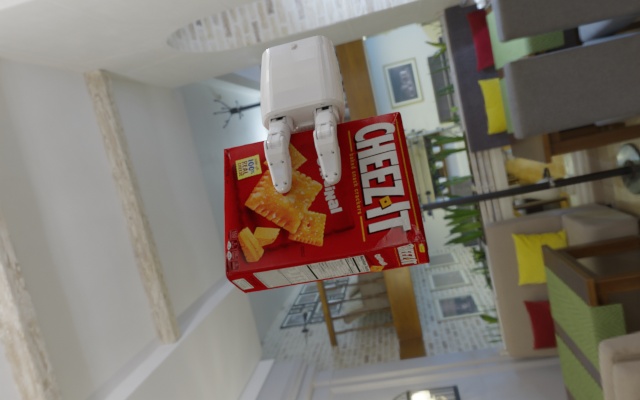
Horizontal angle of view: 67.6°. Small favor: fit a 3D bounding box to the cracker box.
[{"bbox_3d":[0.000,0.002,0.538,0.214,0.164,0.072,-11,-28,10],"label":"cracker box"}]
